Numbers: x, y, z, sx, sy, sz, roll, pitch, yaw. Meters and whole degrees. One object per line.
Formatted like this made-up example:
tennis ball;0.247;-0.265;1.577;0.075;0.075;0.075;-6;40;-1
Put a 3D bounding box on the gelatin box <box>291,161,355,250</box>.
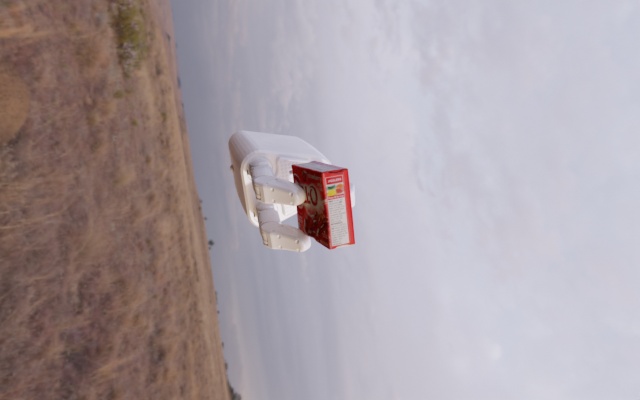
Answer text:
gelatin box;0.001;0.002;0.472;0.030;0.073;0.089;-10;13;-21
